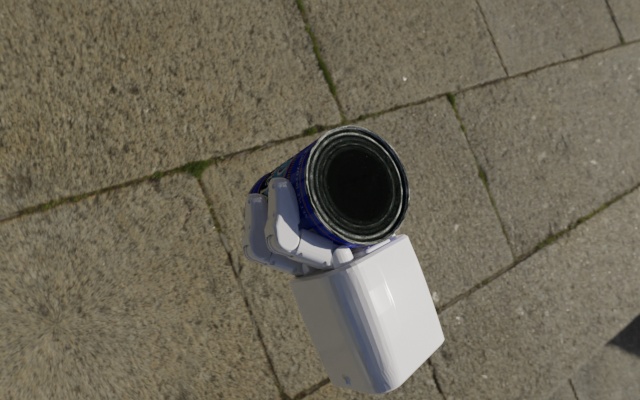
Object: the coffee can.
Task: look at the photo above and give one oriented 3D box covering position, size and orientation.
[{"bbox_3d":[0.000,0.001,0.452,0.103,0.102,0.140,0,-13,-29],"label":"coffee can"}]
